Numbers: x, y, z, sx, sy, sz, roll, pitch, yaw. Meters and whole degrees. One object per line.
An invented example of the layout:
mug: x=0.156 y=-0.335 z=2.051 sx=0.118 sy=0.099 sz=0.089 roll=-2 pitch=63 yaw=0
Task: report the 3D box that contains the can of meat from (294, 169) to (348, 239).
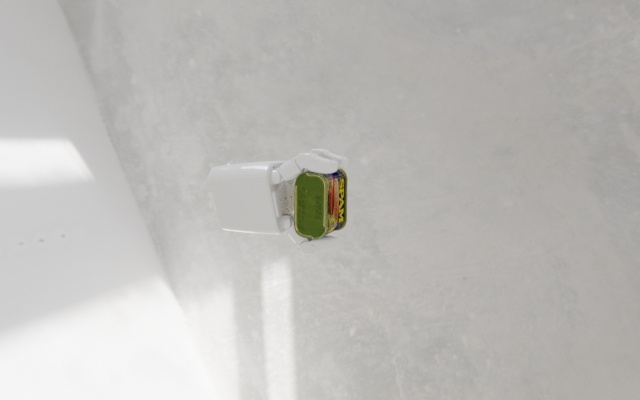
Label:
can of meat: x=0.000 y=0.003 z=0.718 sx=0.057 sy=0.102 sz=0.084 roll=4 pitch=9 yaw=22
